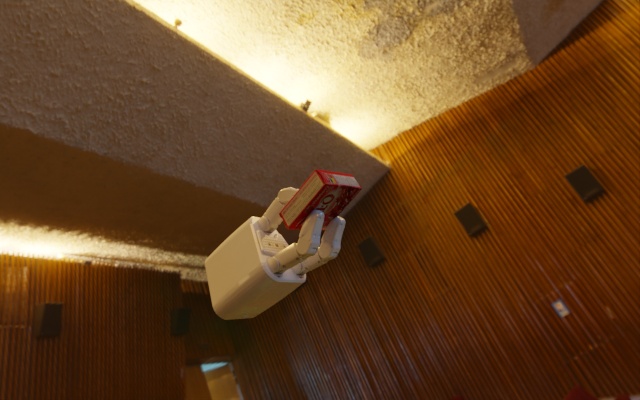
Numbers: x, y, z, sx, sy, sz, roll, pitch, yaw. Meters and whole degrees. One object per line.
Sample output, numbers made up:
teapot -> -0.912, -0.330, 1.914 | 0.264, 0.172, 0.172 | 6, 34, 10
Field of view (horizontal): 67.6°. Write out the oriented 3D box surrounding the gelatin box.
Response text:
gelatin box -> 0.000, 0.001, 0.627 | 0.073, 0.030, 0.089 | 5, -46, -47
